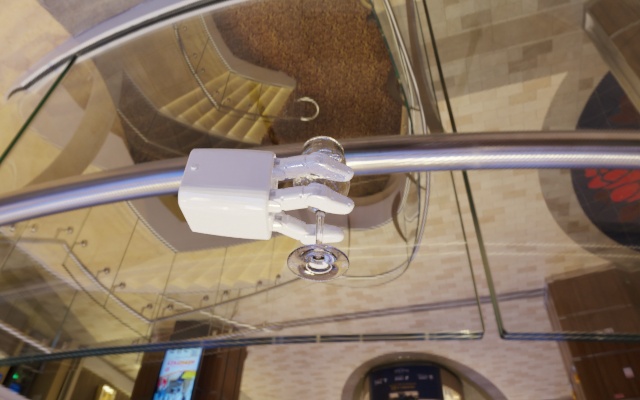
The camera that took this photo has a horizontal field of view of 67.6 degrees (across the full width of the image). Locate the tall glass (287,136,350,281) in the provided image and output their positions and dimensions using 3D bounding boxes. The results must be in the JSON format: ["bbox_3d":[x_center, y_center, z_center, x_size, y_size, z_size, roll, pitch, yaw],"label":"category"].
[{"bbox_3d":[0.000,0.003,0.631,0.079,0.200,0.079,2,-43,1],"label":"tall glass"}]
